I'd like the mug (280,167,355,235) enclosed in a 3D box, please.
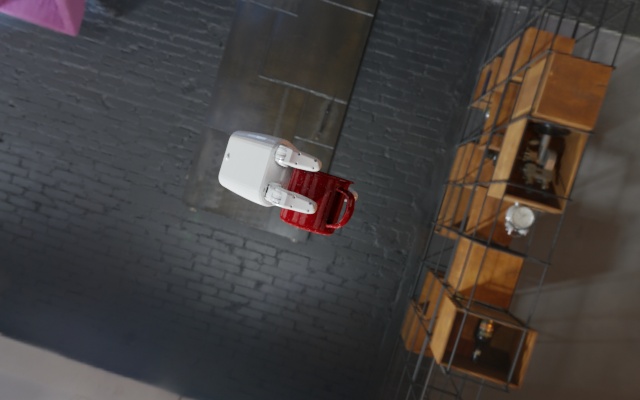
[{"bbox_3d":[0.001,0.003,0.669,0.117,0.081,0.093,21,5,40],"label":"mug"}]
